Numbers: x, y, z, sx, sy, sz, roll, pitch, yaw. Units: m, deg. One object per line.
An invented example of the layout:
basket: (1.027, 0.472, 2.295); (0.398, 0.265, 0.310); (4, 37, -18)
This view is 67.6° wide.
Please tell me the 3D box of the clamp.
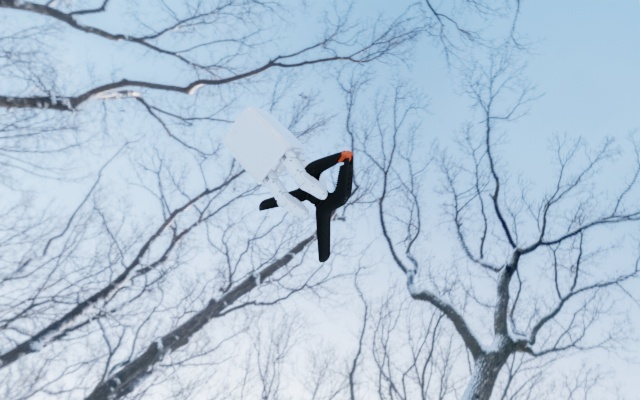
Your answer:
clamp: (0.001, 0.002, 0.848); (0.210, 0.164, 0.036); (-47, -5, 30)
